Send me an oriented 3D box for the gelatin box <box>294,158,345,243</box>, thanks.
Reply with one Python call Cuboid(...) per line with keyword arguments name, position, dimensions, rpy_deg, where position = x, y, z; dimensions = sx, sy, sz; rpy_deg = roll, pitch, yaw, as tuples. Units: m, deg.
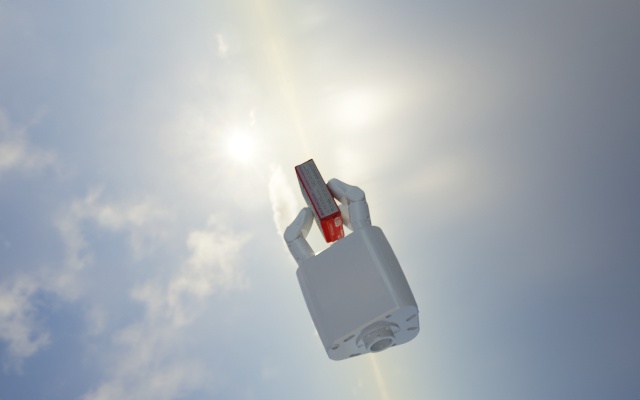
Cuboid(name="gelatin box", position=(0.000, 0.002, 0.615), dimensions=(0.030, 0.089, 0.073), rpy_deg=(-25, -27, -6))
